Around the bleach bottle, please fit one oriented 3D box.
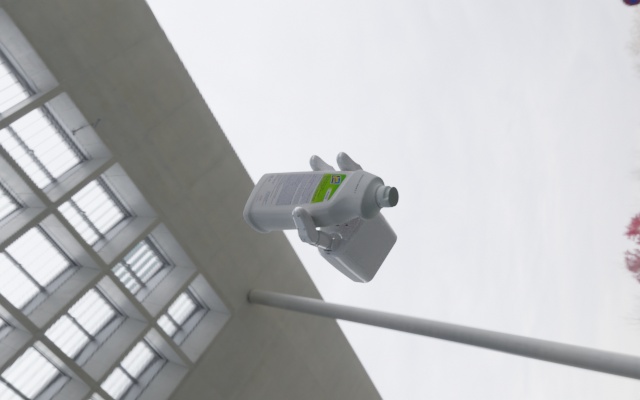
[{"bbox_3d":[0.000,0.002,0.726,0.251,0.102,0.068,0,-33,39],"label":"bleach bottle"}]
